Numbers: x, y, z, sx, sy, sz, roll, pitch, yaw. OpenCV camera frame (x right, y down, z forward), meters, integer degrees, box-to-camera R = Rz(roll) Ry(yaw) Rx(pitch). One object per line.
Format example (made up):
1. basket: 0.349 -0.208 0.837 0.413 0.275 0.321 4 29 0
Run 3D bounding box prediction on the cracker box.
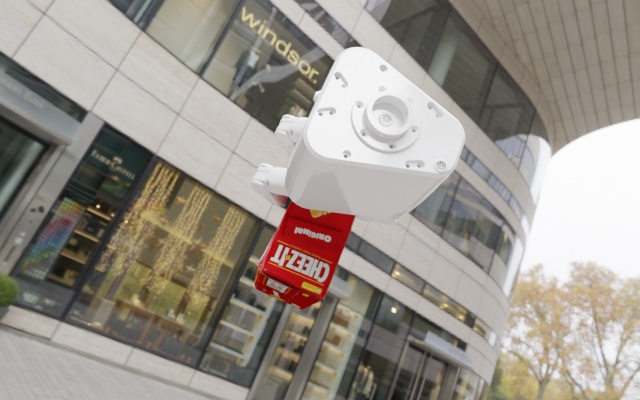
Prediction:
1. cracker box: 0.000 0.002 0.517 0.072 0.213 0.164 24 -18 -1
